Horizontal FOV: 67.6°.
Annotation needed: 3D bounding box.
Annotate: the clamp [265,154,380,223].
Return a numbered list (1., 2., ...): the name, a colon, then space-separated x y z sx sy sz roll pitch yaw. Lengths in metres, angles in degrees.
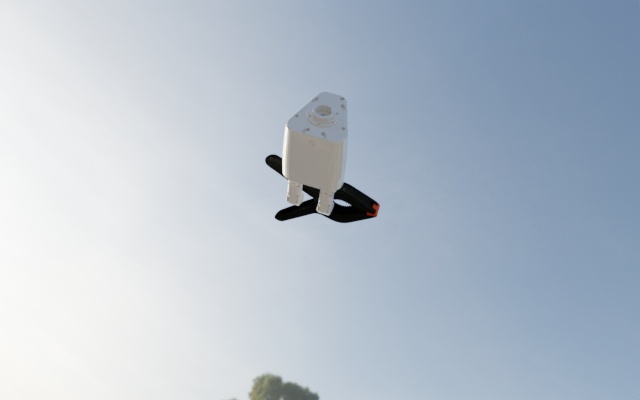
1. clamp: 0.001 0.002 0.865 0.210 0.036 0.165 16 -39 8
